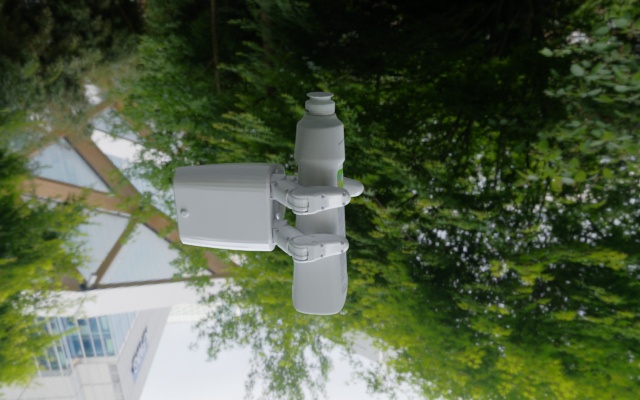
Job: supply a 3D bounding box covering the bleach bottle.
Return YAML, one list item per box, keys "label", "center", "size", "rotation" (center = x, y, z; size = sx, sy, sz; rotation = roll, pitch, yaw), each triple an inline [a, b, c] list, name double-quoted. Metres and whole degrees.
- label: "bleach bottle"
  center: [0.000, 0.002, 0.553]
  size: [0.068, 0.251, 0.102]
  rotation: [2, 23, 4]
